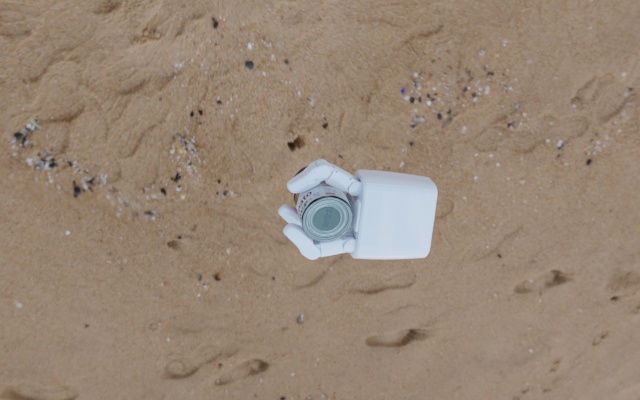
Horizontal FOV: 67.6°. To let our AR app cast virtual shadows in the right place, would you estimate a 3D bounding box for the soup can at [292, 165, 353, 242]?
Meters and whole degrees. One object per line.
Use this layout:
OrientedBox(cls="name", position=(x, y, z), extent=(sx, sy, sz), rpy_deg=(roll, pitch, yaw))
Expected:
OrientedBox(cls="soup can", position=(0.000, 0.002, 0.641), extent=(0.068, 0.068, 0.102), rpy_deg=(0, 27, -12))
